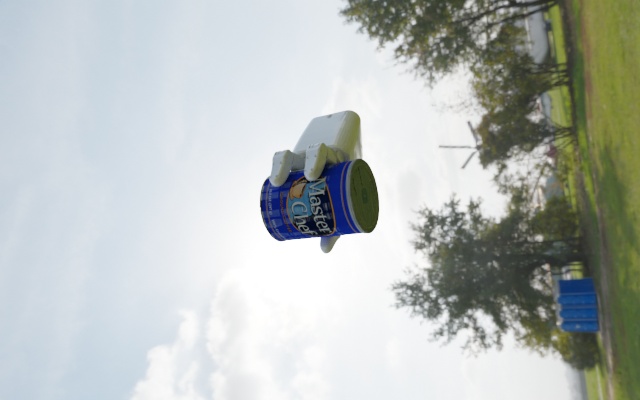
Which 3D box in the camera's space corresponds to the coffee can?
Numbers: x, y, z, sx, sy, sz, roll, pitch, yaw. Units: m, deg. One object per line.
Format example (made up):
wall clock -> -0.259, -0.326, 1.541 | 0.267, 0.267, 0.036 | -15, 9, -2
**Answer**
coffee can -> 0.000, 0.002, 0.677 | 0.140, 0.103, 0.103 | -8, -4, 27
